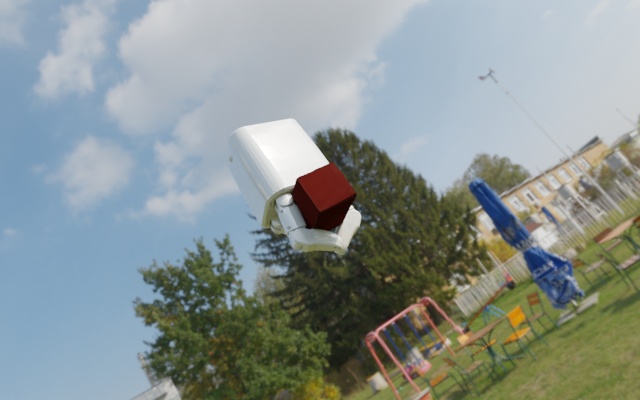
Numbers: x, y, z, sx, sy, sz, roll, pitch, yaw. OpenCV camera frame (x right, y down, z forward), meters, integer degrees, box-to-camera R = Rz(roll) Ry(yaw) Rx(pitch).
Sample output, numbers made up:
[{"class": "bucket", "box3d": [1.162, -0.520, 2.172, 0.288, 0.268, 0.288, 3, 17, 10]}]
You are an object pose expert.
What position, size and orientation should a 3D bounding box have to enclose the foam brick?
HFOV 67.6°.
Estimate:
[{"class": "foam brick", "box3d": [0.000, 0.002, 0.564, 0.053, 0.051, 0.078, -25, -21, -23]}]
